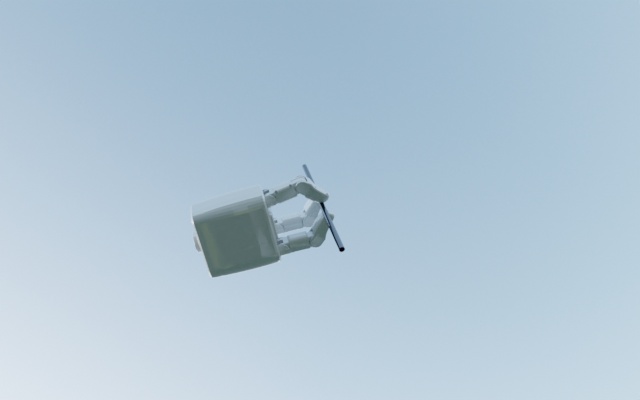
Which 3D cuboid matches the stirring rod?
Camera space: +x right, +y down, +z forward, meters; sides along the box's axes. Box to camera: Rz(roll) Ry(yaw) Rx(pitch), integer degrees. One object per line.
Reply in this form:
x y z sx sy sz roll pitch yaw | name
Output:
0.000 0.002 0.711 0.011 0.011 0.239 0 30 -15 | stirring rod
